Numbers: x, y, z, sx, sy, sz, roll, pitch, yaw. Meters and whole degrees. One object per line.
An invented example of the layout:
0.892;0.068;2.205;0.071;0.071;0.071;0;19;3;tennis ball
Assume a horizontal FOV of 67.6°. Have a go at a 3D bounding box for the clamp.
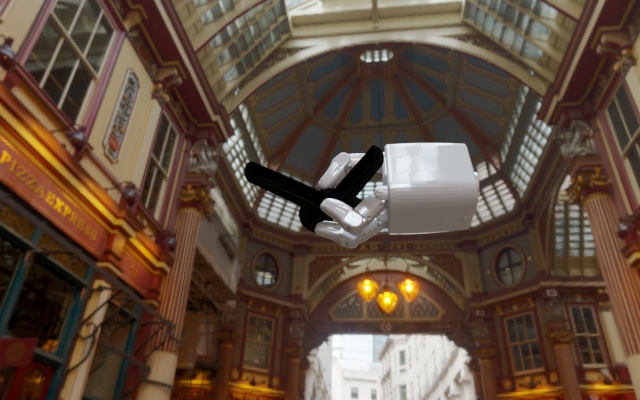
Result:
0.000;0.002;0.623;0.164;0.036;0.210;-2;-31;7;clamp
